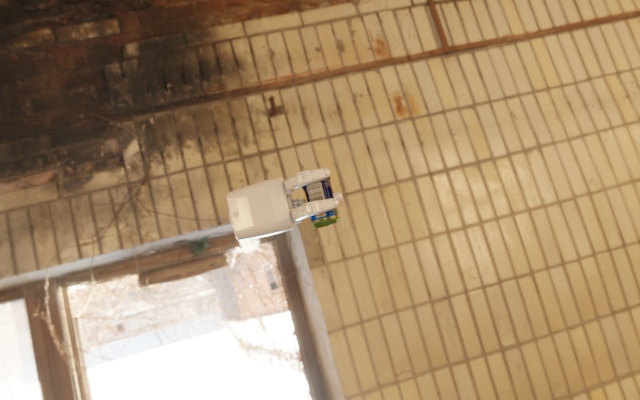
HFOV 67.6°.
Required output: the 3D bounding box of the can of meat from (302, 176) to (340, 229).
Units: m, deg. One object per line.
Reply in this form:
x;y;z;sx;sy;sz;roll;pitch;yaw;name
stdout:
0.000;0.003;0.883;0.057;0.084;0.102;-14;-9;0;can of meat
